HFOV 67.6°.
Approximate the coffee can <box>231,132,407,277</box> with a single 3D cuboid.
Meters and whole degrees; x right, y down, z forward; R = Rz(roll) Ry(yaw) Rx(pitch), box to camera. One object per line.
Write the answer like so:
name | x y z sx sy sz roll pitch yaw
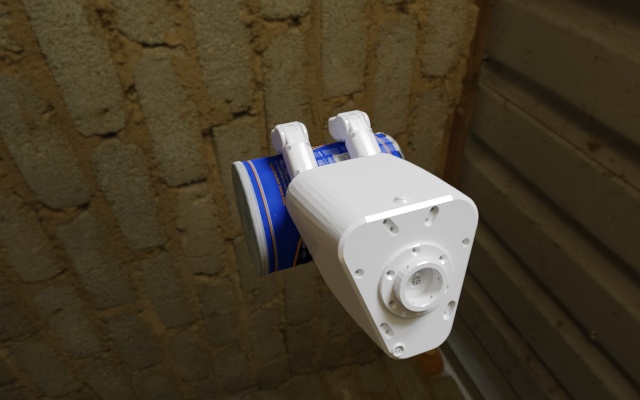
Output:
coffee can | 0.000 0.001 0.434 0.140 0.103 0.103 -14 3 -15
